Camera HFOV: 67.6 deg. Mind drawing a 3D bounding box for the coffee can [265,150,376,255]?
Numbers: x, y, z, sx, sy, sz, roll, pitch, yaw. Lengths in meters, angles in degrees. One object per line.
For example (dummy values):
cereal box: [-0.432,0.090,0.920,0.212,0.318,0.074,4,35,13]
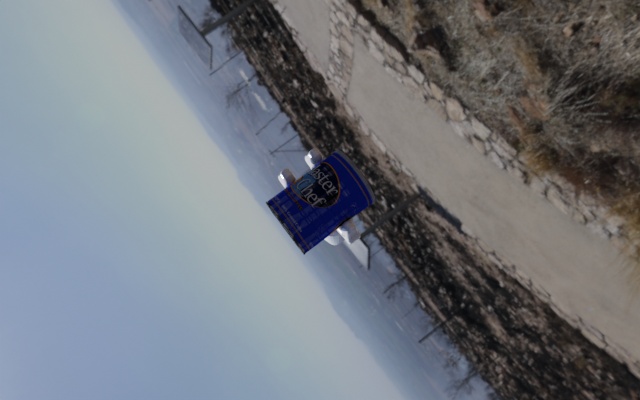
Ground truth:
coffee can: [0.000,0.002,0.748,0.140,0.103,0.103,-36,5,-6]
